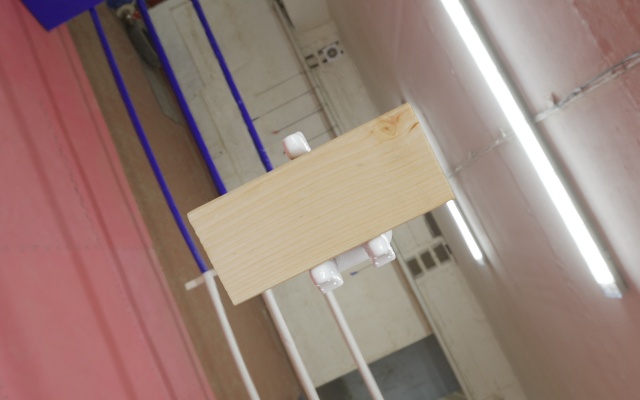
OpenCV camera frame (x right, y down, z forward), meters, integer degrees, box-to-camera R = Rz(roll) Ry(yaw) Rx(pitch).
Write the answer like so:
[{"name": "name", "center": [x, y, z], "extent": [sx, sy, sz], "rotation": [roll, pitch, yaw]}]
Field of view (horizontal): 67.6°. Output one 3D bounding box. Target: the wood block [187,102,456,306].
[{"name": "wood block", "center": [0.000, 0.001, 0.436], "extent": [0.206, 0.091, 0.090], "rotation": [-27, 4, 3]}]
